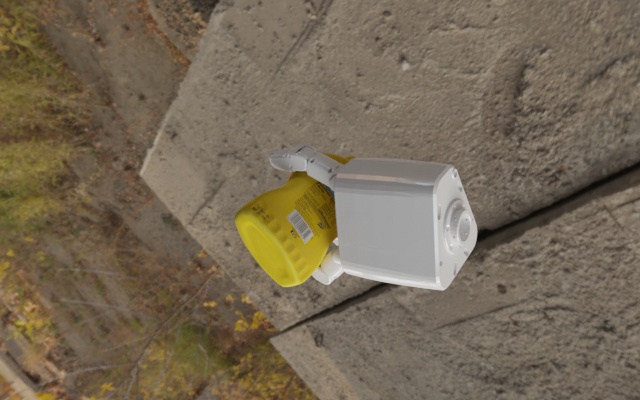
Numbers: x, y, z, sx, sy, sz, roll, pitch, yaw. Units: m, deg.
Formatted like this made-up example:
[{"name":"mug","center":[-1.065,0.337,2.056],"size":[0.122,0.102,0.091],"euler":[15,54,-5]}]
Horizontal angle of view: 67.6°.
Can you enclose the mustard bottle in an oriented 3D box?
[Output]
[{"name":"mustard bottle","center":[0.000,0.002,0.531],"size":[0.058,0.096,0.191],"euler":[-26,12,50]}]
